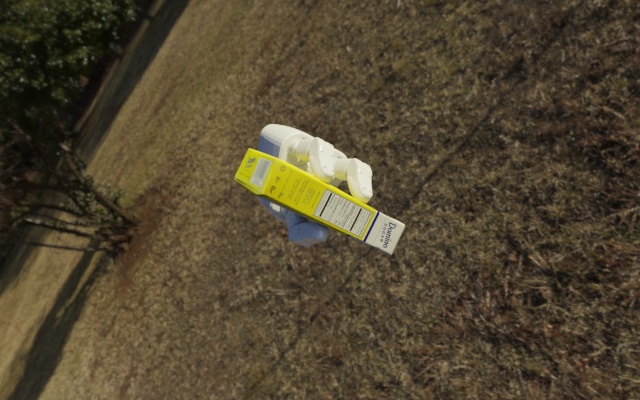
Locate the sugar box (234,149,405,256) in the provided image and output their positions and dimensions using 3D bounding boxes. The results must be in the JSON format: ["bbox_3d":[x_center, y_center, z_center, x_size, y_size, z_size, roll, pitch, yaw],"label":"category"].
[{"bbox_3d":[0.000,0.001,0.533,0.176,0.048,0.093,23,2,-28],"label":"sugar box"}]
